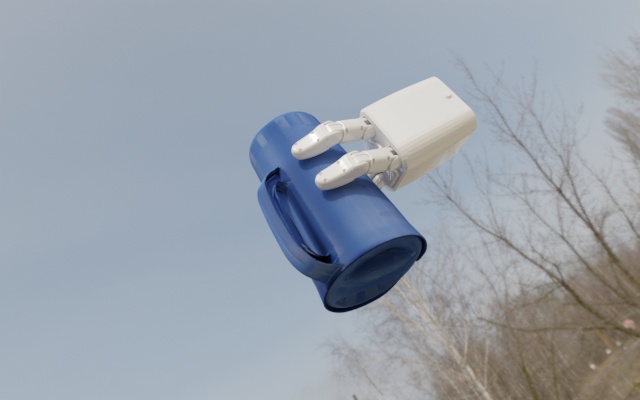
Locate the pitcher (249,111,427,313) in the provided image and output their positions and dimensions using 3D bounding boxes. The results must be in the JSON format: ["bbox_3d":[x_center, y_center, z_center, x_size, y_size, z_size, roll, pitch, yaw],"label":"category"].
[{"bbox_3d":[0.000,0.002,0.574,0.145,0.242,0.149,-29,-32,-10],"label":"pitcher"}]
